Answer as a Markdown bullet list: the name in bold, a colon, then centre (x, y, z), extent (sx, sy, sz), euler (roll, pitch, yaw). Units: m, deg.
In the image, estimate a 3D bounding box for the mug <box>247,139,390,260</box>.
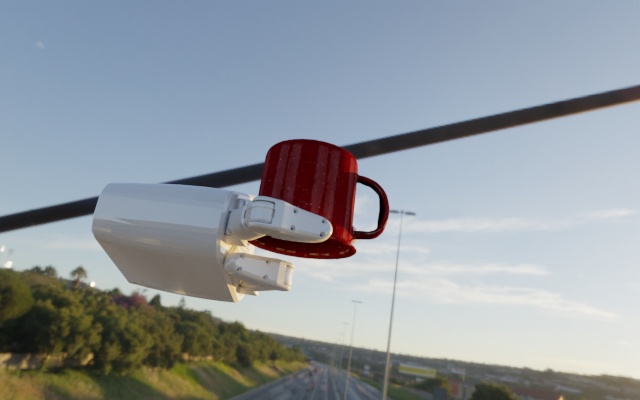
- **mug**: centre (0.002, 0.001, 0.405), extent (0.117, 0.081, 0.093), euler (6, -18, 5)
